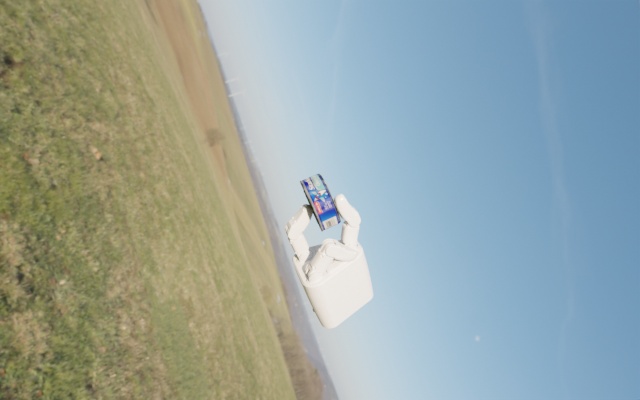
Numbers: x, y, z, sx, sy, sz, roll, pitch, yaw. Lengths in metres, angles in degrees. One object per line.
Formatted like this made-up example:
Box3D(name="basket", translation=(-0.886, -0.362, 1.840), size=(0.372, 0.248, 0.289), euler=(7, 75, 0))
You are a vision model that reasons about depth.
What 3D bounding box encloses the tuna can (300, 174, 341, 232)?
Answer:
Box3D(name="tuna can", translation=(0.001, 0.002, 0.738), size=(0.034, 0.086, 0.086), euler=(-24, 1, -3))
